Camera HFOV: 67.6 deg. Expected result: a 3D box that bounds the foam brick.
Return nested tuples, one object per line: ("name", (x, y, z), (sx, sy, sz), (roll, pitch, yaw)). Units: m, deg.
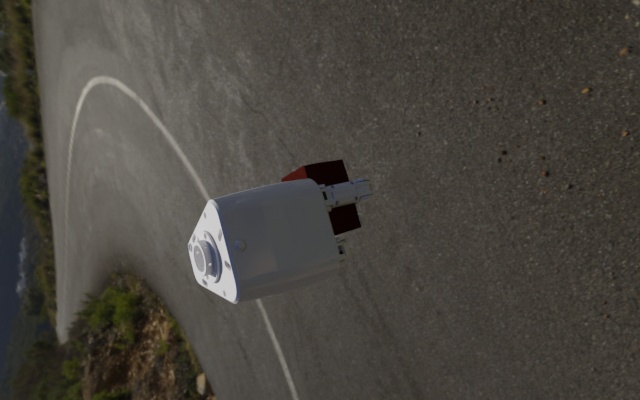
("foam brick", (0.000, 0.001, 0.509), (0.051, 0.078, 0.053), (-11, -7, -33))
